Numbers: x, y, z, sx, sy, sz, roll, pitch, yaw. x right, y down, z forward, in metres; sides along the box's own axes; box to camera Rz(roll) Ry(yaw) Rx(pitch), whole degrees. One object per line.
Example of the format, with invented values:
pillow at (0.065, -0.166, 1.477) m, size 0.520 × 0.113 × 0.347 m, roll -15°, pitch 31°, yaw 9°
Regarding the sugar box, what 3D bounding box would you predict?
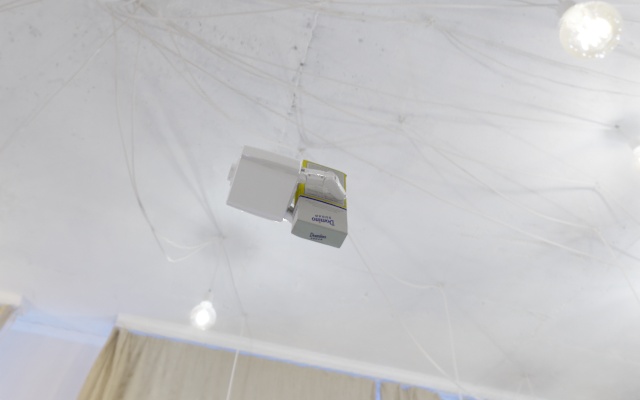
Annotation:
sugar box at (0.000, 0.003, 0.869) m, size 0.093 × 0.048 × 0.176 m, roll 17°, pitch 40°, yaw -11°
